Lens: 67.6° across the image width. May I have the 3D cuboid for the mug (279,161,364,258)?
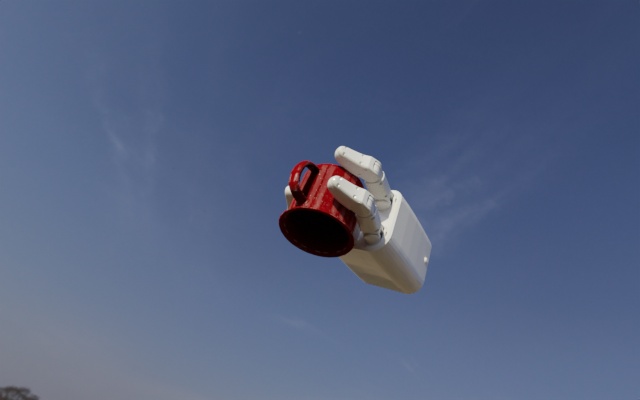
[{"bbox_3d":[-0.001,0.001,0.575,0.093,0.081,0.117,-11,-48,35],"label":"mug"}]
